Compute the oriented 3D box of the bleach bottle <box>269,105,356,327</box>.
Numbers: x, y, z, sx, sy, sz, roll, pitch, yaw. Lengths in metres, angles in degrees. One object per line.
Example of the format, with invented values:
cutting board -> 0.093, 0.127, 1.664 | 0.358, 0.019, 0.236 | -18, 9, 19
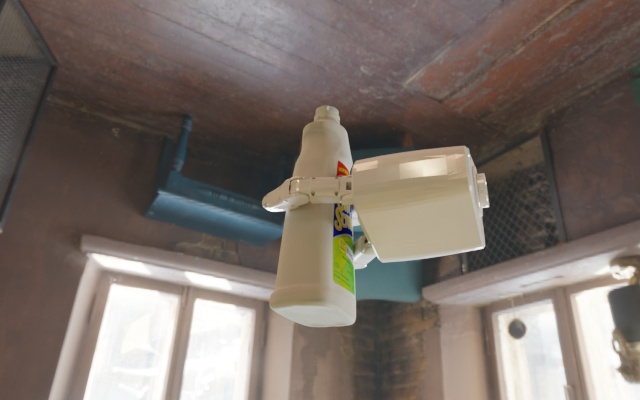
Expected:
bleach bottle -> 0.000, 0.002, 0.518 | 0.068, 0.250, 0.103 | -8, -28, 21
